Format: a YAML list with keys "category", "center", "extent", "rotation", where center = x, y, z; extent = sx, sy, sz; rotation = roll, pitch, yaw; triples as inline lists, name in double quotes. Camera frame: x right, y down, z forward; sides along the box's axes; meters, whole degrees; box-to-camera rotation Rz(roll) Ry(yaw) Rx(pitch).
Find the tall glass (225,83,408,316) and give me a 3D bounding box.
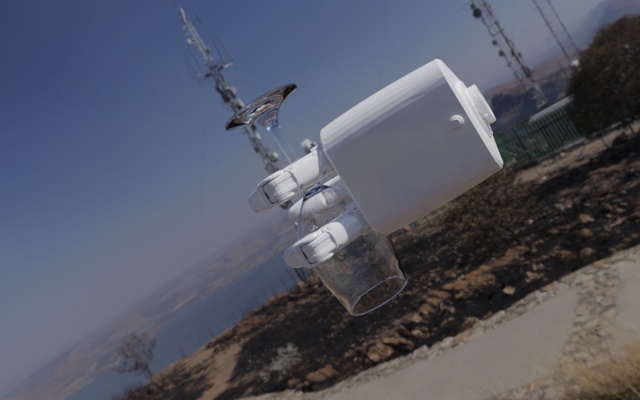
- category: "tall glass"
  center: [0.000, 0.001, 0.425]
  extent: [0.079, 0.201, 0.079]
  rotation: [-32, 2, 1]
